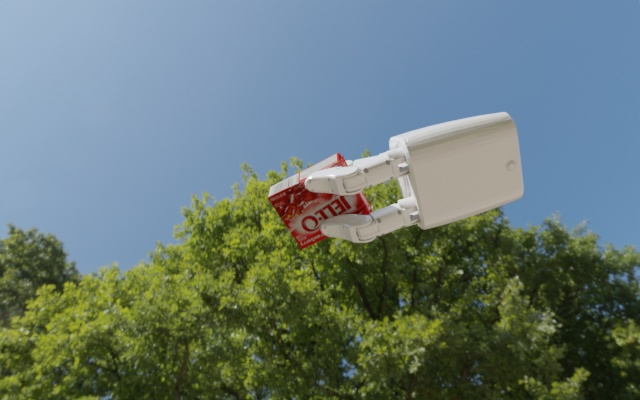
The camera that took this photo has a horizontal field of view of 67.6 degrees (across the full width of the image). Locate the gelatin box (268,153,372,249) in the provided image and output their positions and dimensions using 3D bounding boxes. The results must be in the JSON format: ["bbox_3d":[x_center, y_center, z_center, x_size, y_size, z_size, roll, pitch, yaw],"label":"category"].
[{"bbox_3d":[0.000,0.002,0.510,0.089,0.073,0.030,-26,24,13],"label":"gelatin box"}]
